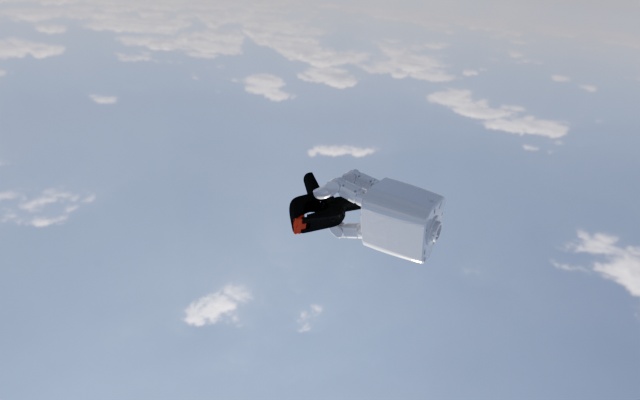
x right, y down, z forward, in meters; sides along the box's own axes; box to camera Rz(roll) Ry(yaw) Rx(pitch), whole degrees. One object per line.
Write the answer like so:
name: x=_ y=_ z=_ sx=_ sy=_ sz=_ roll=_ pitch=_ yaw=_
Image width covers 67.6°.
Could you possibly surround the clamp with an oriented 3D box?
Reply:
clamp: x=0.000 y=0.004 z=0.821 sx=0.164 sy=0.036 sz=0.210 roll=19 pitch=27 yaw=27
